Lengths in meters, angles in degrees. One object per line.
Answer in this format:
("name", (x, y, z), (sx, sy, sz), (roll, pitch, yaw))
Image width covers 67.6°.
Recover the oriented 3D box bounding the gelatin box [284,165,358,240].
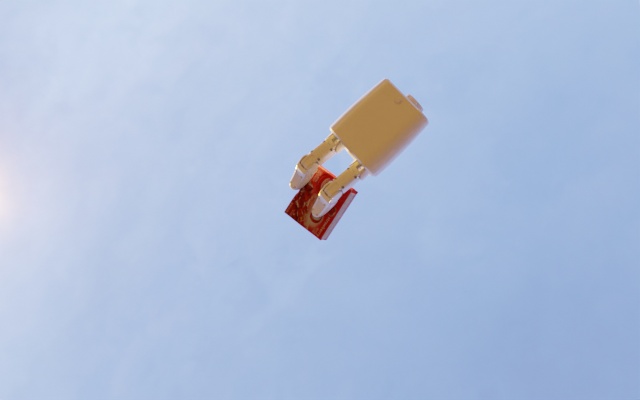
("gelatin box", (0.000, 0.003, 0.704), (0.073, 0.089, 0.030), (36, 9, 21))
